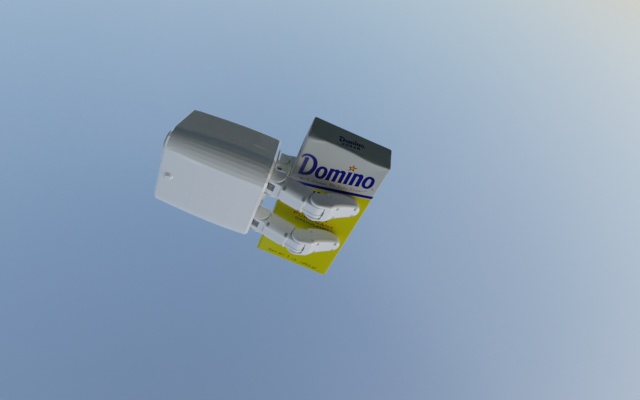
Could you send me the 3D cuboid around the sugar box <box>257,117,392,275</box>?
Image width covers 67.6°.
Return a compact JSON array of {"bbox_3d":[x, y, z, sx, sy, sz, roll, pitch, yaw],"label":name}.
[{"bbox_3d":[0.000,0.002,0.541,0.093,0.176,0.048,22,40,-7],"label":"sugar box"}]
